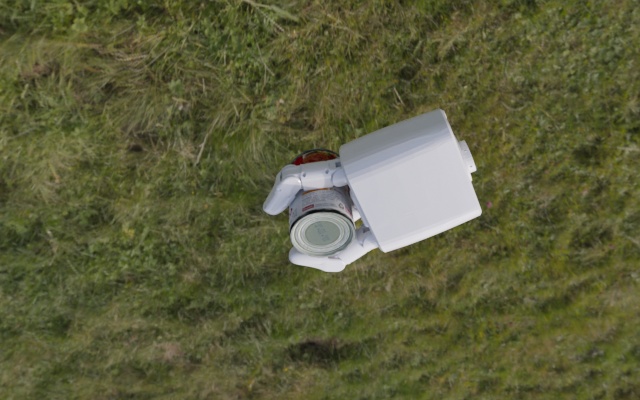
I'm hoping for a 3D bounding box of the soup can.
[{"bbox_3d":[0.000,0.002,0.508,0.068,0.069,0.102,0,41,-4],"label":"soup can"}]
